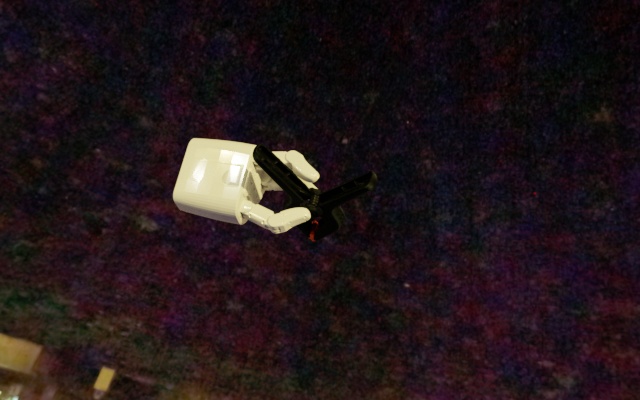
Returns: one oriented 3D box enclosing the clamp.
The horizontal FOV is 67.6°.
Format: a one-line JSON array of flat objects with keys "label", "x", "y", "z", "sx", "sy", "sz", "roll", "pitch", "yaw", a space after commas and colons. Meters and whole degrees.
[{"label": "clamp", "x": 0.000, "y": 0.003, "z": 0.681, "sx": 0.164, "sy": 0.036, "sz": 0.210, "roll": 12, "pitch": -30, "yaw": 14}]
